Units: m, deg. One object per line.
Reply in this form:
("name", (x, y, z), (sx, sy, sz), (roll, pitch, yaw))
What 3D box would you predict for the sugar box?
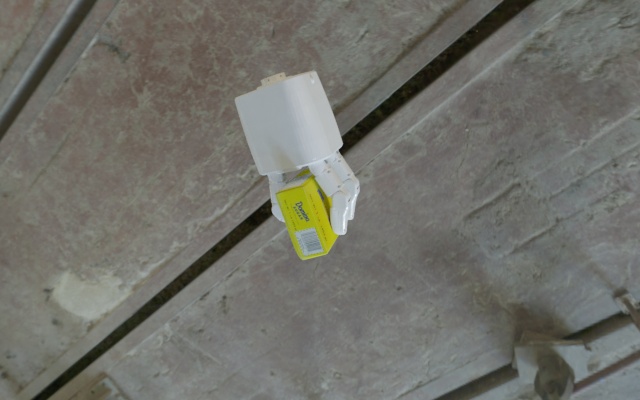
("sugar box", (0.001, 0.002, 0.657), (0.048, 0.093, 0.176), (-14, 14, 22))
